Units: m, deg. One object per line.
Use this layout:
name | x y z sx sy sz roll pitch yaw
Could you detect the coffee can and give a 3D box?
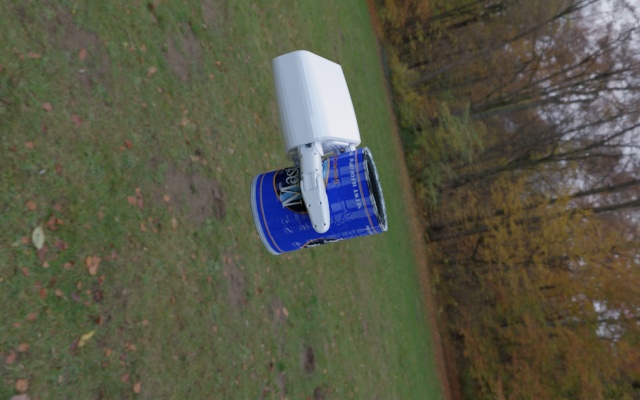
coffee can | 0.000 0.002 0.577 0.140 0.103 0.103 -13 -3 13
